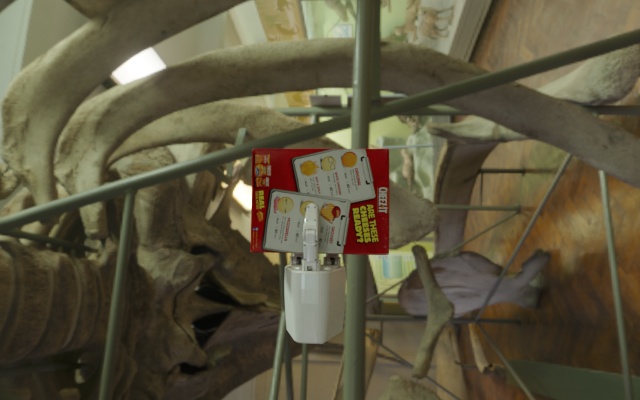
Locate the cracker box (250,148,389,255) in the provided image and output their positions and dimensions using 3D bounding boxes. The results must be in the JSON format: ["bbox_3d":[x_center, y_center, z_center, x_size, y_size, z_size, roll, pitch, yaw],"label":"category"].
[{"bbox_3d":[0.000,0.002,0.759,0.214,0.164,0.072,0,-2,4],"label":"cracker box"}]
